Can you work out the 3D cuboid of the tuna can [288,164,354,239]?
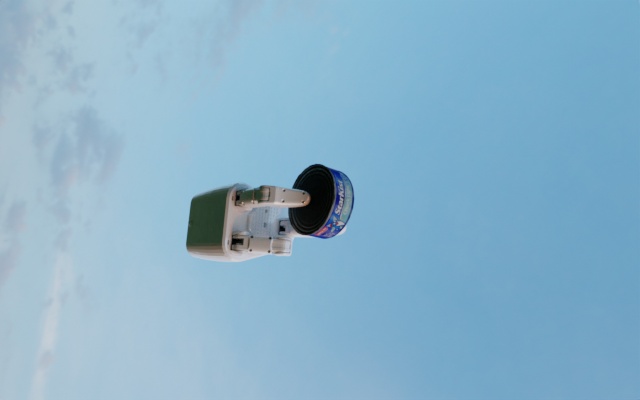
[{"bbox_3d":[0.001,0.002,0.566,0.034,0.086,0.086,15,-10,-38],"label":"tuna can"}]
